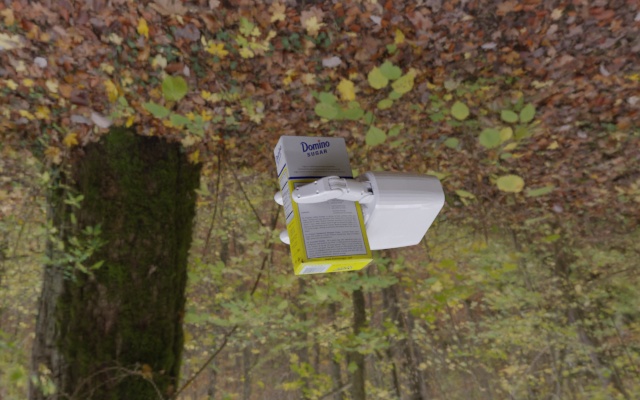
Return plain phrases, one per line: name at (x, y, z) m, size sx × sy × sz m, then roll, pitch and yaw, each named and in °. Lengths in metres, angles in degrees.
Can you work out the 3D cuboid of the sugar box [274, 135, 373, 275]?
sugar box at (0.000, 0.002, 0.612) m, size 0.093 × 0.176 × 0.048 m, roll -1°, pitch -27°, yaw -22°
